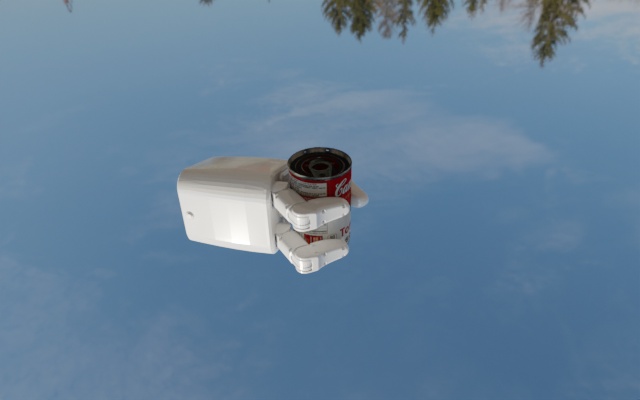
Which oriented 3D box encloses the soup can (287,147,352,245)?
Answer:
[{"bbox_3d":[0.001,0.002,0.527,0.068,0.102,0.068,-1,33,1],"label":"soup can"}]
